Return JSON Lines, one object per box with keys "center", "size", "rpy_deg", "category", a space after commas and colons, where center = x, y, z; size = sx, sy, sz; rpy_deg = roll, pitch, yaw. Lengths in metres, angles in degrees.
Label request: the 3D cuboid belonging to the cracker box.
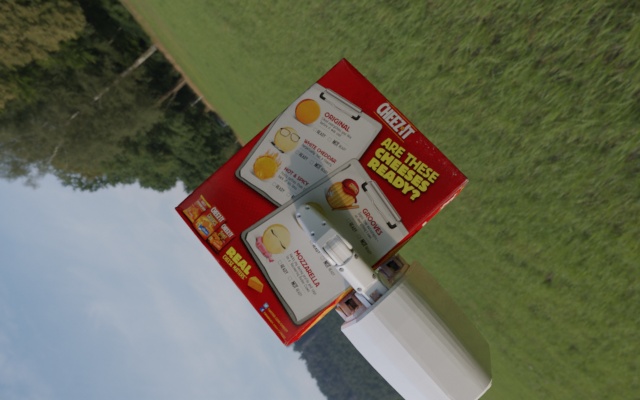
{"center": [0.000, 0.002, 0.453], "size": [0.213, 0.164, 0.072], "rpy_deg": [-42, -12, -2], "category": "cracker box"}
